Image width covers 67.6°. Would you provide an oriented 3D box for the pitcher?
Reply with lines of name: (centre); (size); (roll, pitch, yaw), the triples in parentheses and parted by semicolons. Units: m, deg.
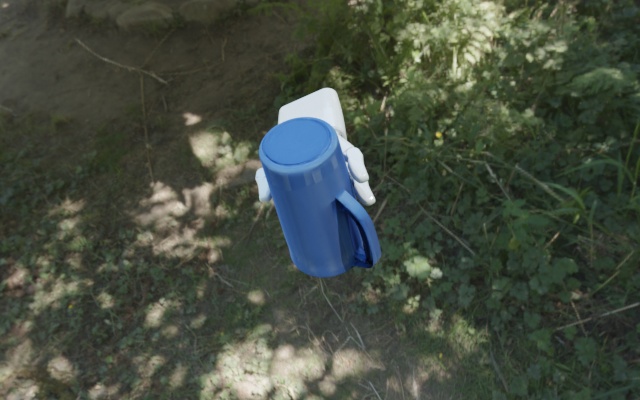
pitcher: (0.000, 0.002, 0.708); (0.149, 0.145, 0.243); (-10, -41, 5)
